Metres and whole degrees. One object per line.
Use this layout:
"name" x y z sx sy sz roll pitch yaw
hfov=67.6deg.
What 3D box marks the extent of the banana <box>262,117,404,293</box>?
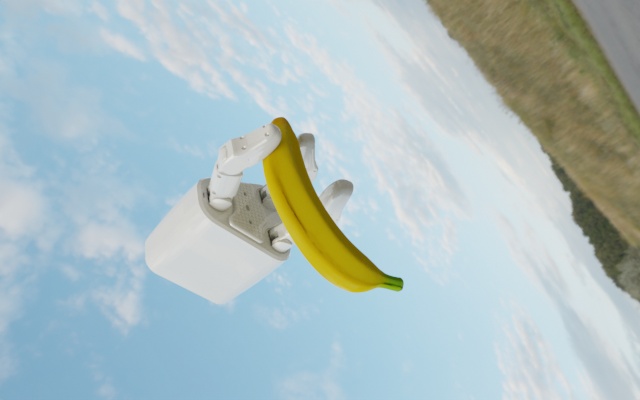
"banana" -0.008 0.005 0.411 0.037 0.197 0.069 -42 -19 28
